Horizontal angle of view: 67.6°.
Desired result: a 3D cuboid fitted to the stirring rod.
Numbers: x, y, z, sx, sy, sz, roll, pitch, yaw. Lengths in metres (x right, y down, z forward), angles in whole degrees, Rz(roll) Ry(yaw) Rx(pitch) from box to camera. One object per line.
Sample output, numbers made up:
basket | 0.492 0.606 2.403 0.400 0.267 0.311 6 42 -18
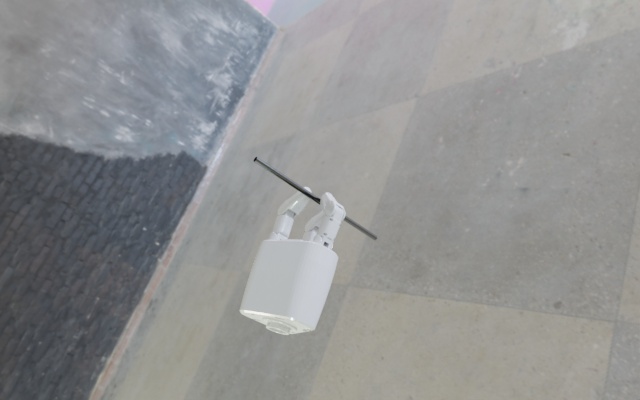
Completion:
stirring rod | 0.000 0.002 0.697 0.239 0.011 0.011 33 -18 -30
